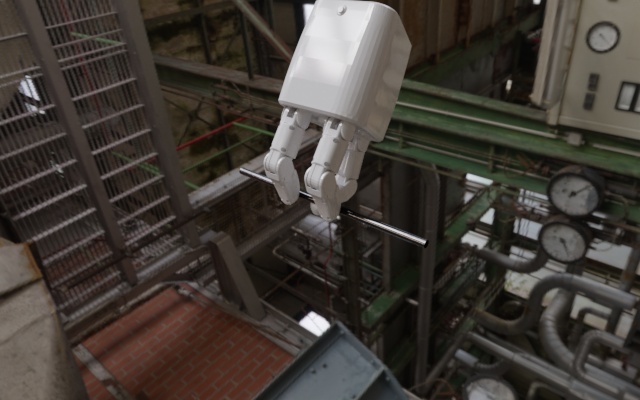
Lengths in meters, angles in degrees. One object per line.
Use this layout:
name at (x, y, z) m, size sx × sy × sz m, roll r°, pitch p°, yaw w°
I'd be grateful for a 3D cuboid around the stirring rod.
stirring rod at (0.000, 0.002, 0.479) m, size 0.239 × 0.011 × 0.011 m, roll 22°, pitch 13°, yaw 36°
